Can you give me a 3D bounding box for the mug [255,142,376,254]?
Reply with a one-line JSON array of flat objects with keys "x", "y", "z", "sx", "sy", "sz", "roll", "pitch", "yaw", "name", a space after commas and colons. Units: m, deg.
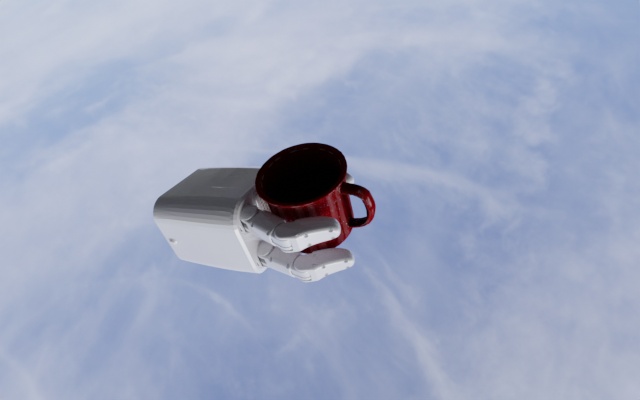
[{"x": 0.001, "y": 0.002, "z": 0.488, "sx": 0.117, "sy": 0.093, "sz": 0.082, "roll": 5, "pitch": -43, "yaw": 22, "name": "mug"}]
